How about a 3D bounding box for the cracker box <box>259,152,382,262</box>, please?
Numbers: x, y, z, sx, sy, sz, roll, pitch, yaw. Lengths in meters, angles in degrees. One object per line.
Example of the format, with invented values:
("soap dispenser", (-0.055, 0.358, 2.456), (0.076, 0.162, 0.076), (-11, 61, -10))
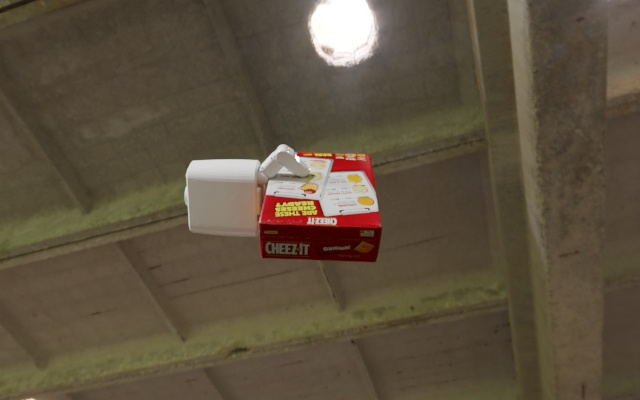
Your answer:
("cracker box", (0.000, 0.002, 0.730), (0.164, 0.072, 0.213), (2, 33, 0))
